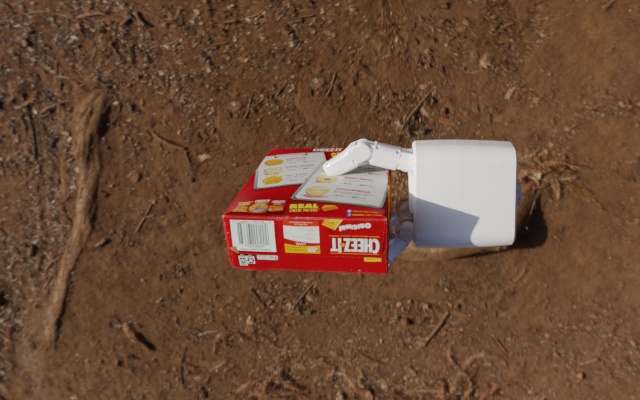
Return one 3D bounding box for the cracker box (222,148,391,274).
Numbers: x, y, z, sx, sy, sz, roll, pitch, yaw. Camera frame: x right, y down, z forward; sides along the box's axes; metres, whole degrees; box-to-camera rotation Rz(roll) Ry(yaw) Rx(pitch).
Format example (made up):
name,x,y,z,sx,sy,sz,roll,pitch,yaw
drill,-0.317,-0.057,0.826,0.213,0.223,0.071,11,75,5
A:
name,x,y,z,sx,sy,sz,roll,pitch,yaw
cracker box,0.000,0.002,0.560,0.164,0.072,0.213,0,24,9
